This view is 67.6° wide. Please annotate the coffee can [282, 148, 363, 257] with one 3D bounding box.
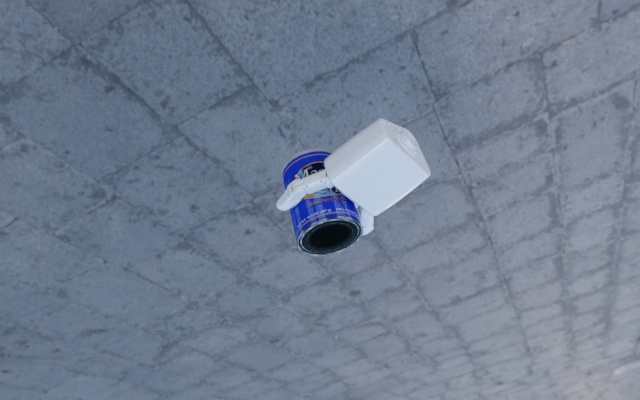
[{"bbox_3d":[0.000,0.002,0.756,0.103,0.140,0.103,-10,-36,-7],"label":"coffee can"}]
